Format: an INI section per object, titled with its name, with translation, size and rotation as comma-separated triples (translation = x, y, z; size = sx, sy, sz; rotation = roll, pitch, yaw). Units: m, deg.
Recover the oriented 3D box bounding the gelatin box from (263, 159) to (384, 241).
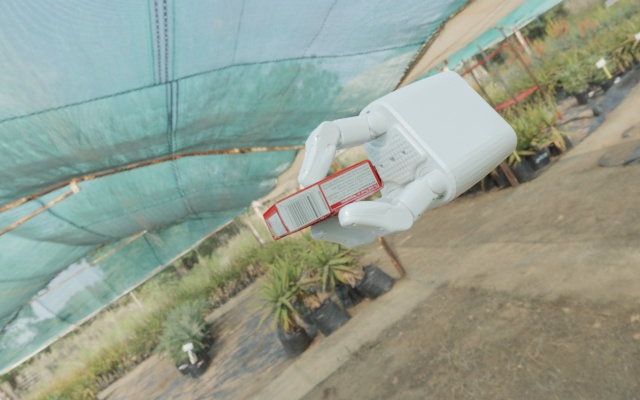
[gelatin box]
translation = 0.000, 0.001, 0.403
size = 0.089, 0.030, 0.073
rotation = -26, -1, -17
